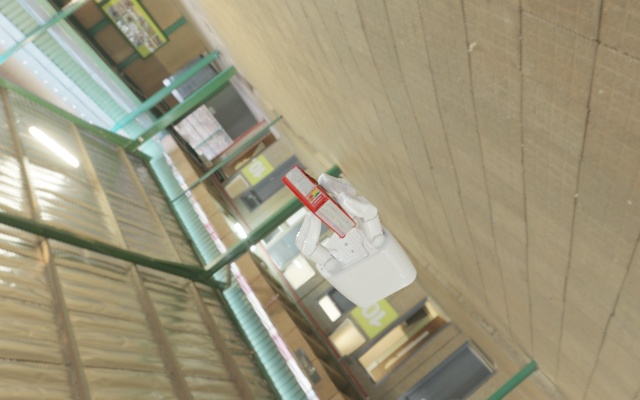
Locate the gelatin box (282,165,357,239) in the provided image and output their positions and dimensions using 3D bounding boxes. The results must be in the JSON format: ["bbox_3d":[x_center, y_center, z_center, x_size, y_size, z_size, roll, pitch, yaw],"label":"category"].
[{"bbox_3d":[0.000,0.002,0.602,0.073,0.030,0.089,46,3,37],"label":"gelatin box"}]
